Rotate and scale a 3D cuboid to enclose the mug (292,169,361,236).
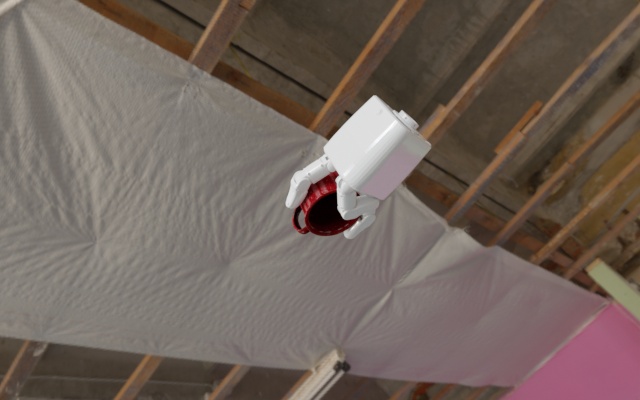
[{"bbox_3d":[-0.001,0.003,0.741,0.093,0.117,0.081,29,23,-40],"label":"mug"}]
